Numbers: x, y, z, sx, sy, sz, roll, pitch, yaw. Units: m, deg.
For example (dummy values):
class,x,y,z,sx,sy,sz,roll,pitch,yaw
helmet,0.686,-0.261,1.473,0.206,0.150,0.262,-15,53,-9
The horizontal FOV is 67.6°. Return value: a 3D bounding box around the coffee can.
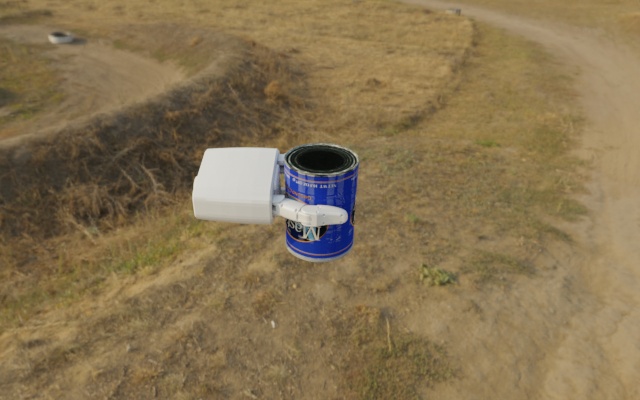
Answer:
class,x,y,z,sx,sy,sz,roll,pitch,yaw
coffee can,0.000,0.002,0.682,0.103,0.140,0.102,1,30,-1
